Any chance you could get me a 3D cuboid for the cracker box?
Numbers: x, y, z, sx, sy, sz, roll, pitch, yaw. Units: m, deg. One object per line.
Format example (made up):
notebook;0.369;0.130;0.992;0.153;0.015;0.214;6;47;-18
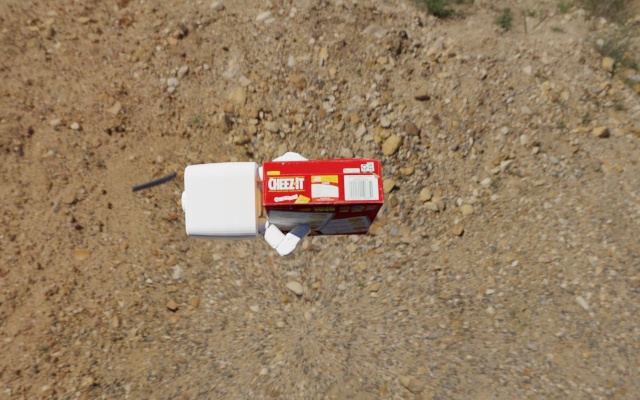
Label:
cracker box;0.000;0.003;0.737;0.164;0.072;0.214;-2;-15;-2
